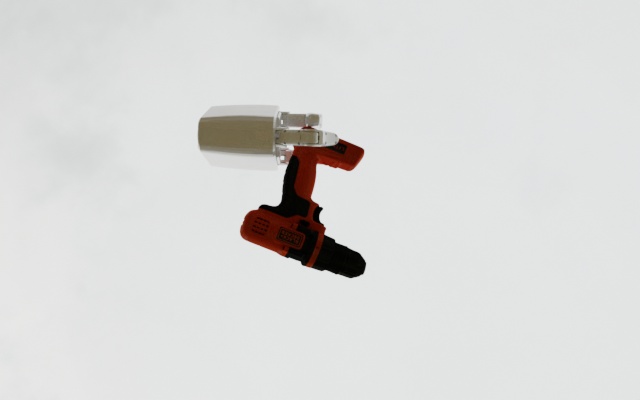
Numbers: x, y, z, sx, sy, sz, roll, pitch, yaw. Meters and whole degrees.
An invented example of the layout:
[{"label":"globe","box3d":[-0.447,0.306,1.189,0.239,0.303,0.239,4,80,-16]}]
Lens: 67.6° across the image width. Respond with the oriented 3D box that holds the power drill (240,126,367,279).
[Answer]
[{"label":"power drill","box3d":[0.000,0.002,0.681,0.184,0.187,0.057,22,-17,-9]}]
